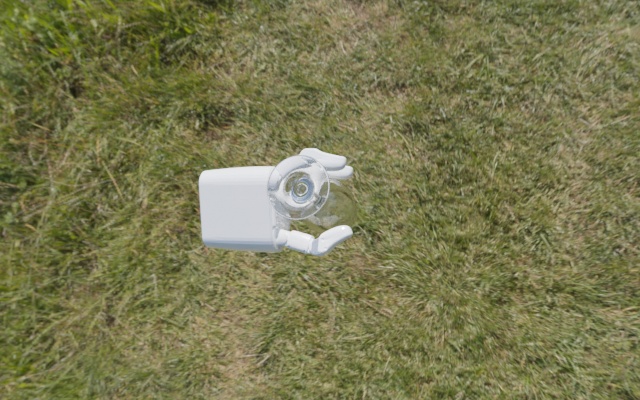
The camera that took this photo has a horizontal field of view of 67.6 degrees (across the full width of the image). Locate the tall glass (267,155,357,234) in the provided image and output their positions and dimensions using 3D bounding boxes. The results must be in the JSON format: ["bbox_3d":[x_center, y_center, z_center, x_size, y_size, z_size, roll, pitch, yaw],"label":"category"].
[{"bbox_3d":[0.000,0.002,0.628,0.079,0.079,0.201,0,-10,16],"label":"tall glass"}]
